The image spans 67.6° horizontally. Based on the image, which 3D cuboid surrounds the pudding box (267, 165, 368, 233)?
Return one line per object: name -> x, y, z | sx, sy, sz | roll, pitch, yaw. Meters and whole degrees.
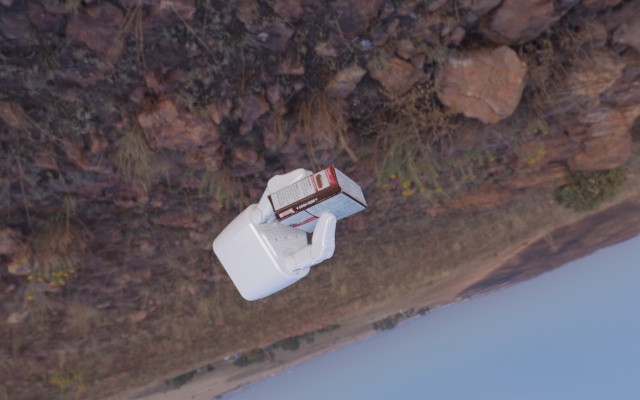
pudding box -> 0.000, 0.002, 0.595 | 0.090, 0.039, 0.113 | -25, -17, 14
